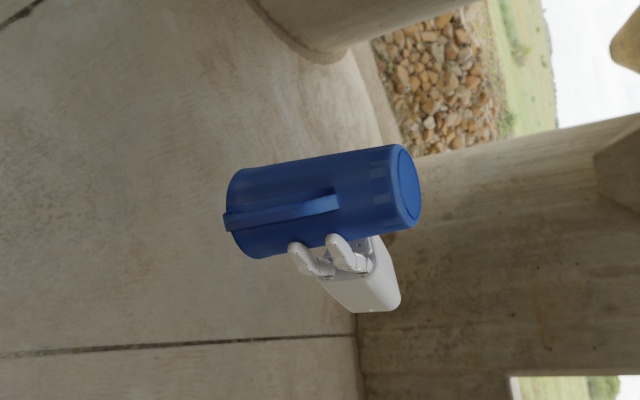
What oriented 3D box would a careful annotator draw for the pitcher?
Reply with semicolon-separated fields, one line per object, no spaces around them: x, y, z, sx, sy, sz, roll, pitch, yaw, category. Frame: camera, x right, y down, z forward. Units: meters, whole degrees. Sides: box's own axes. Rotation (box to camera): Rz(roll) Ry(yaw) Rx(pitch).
0.000;0.002;0.634;0.243;0.149;0.145;-11;-43;26;pitcher
